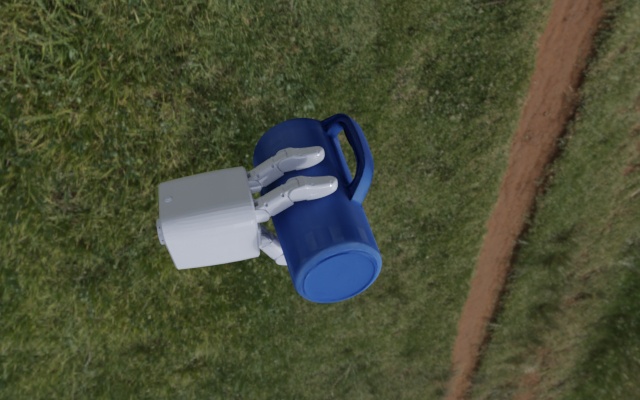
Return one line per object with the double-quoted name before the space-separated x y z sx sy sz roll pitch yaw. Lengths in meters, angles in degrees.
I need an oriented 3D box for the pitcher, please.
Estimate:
"pitcher" 0.000 0.002 0.629 0.145 0.149 0.242 -10 45 -11
